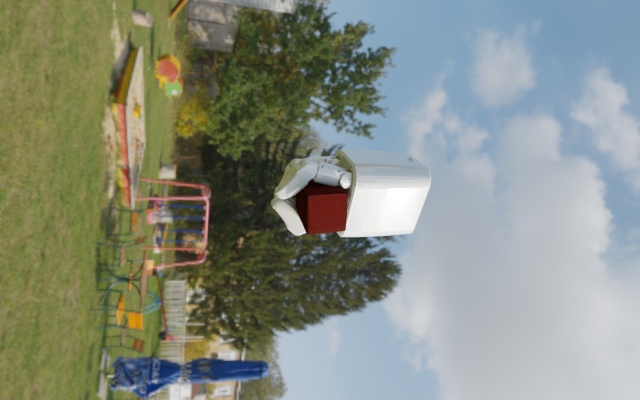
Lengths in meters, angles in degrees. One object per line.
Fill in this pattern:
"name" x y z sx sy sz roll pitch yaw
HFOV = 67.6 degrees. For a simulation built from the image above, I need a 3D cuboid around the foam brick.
"foam brick" 0.000 0.002 0.606 0.051 0.053 0.078 -2 23 -13
